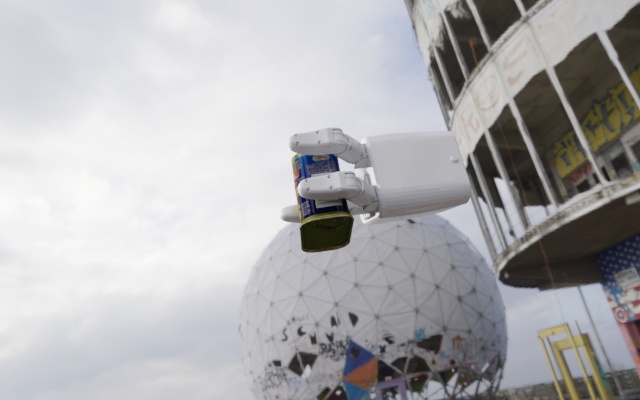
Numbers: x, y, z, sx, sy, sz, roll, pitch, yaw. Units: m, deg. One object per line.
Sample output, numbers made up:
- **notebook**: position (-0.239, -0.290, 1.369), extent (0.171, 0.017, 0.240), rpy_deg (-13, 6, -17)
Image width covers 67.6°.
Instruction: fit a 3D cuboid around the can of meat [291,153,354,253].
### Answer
- **can of meat**: position (0.000, 0.002, 0.538), extent (0.057, 0.084, 0.102), rpy_deg (-8, -24, -4)
